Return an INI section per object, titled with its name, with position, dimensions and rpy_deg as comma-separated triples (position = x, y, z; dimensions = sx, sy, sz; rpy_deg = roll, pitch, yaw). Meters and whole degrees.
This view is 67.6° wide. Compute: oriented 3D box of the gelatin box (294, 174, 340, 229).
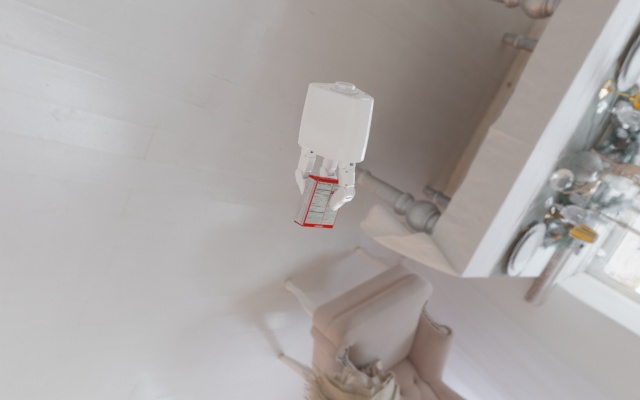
[gelatin box]
position = 0.000, 0.003, 0.833
dimensions = 0.073, 0.089, 0.030
rpy_deg = 6, 16, -44
